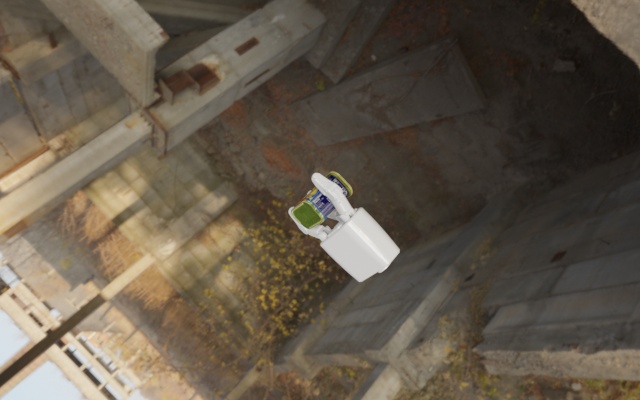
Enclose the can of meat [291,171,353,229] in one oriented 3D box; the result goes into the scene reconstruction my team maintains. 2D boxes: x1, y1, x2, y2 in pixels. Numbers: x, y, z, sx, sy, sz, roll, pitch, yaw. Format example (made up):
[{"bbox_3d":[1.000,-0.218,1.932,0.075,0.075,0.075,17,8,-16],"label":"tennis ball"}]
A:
[{"bbox_3d":[0.000,0.003,0.886,0.084,0.057,0.102,-45,4,-25],"label":"can of meat"}]
